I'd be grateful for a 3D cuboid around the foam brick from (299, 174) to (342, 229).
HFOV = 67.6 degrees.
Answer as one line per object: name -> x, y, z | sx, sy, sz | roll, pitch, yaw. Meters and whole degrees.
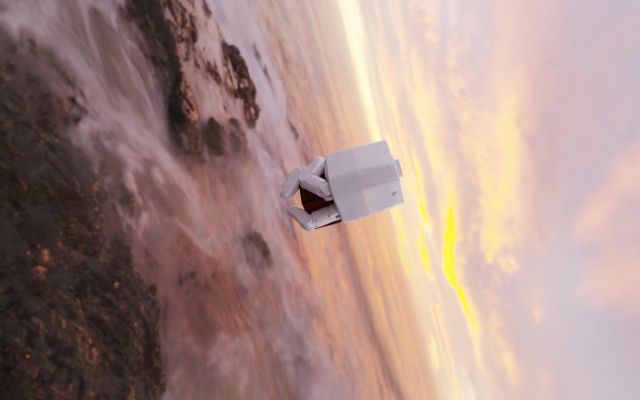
foam brick -> 0.000, 0.003, 0.812 | 0.051, 0.053, 0.078 | -16, -40, 7
